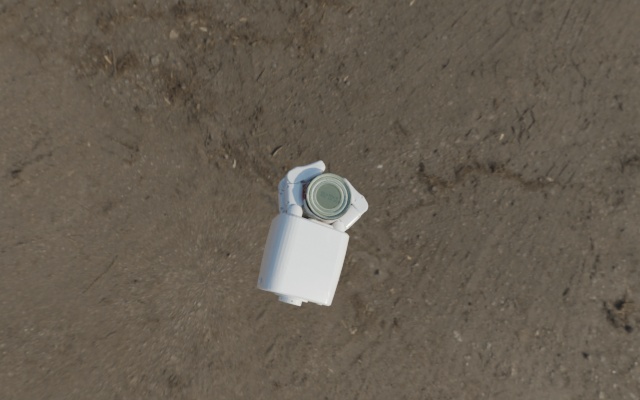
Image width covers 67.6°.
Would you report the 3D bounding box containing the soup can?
[{"bbox_3d":[0.000,0.002,0.699,0.068,0.068,0.102,0,-9,-13],"label":"soup can"}]
